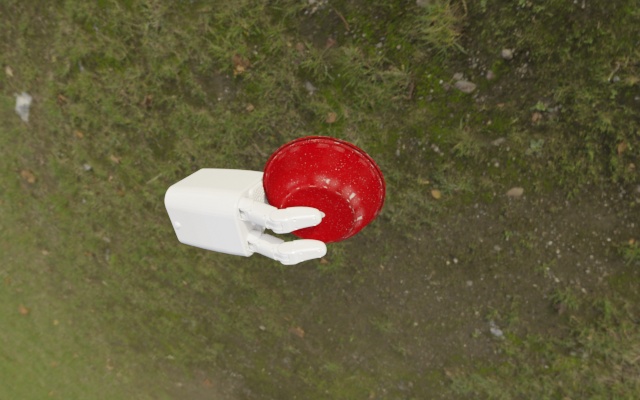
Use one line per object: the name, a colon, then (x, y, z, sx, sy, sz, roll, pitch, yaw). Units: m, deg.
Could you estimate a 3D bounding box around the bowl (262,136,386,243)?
bowl: (0.001, 0.002, 0.598, 0.162, 0.162, 0.055, 0, 39, 10)
